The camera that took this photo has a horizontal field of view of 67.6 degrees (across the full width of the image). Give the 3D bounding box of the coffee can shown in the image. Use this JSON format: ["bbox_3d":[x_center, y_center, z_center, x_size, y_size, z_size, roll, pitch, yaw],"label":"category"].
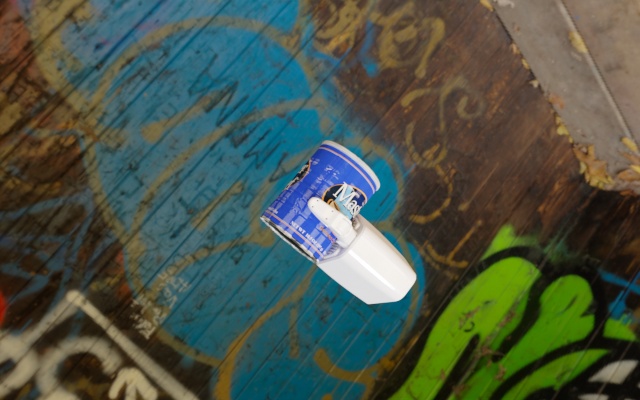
[{"bbox_3d":[0.000,0.002,0.665,0.103,0.140,0.103,38,-10,8],"label":"coffee can"}]
